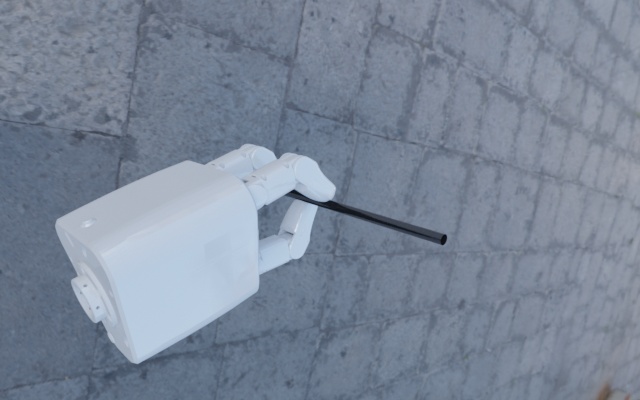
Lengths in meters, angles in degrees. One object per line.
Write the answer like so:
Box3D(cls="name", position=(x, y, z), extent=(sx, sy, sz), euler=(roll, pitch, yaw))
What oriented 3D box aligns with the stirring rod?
Box3D(cls="stirring rod", position=(0.000, 0.001, 0.407), extent=(0.011, 0.011, 0.239), euler=(0, 12, -46))
